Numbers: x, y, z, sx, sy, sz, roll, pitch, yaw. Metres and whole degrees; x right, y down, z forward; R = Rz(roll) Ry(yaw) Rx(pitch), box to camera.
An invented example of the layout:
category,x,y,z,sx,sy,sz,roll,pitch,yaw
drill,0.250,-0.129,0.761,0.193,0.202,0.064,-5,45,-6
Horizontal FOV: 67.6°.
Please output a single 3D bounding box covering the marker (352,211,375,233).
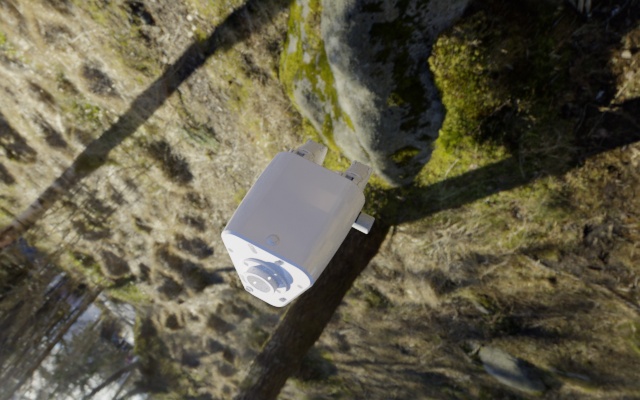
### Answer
category,x,y,z,sx,sy,sz,roll,pitch,yaw
marker,0.000,0.002,0.517,0.121,0.020,0.020,25,5,10
